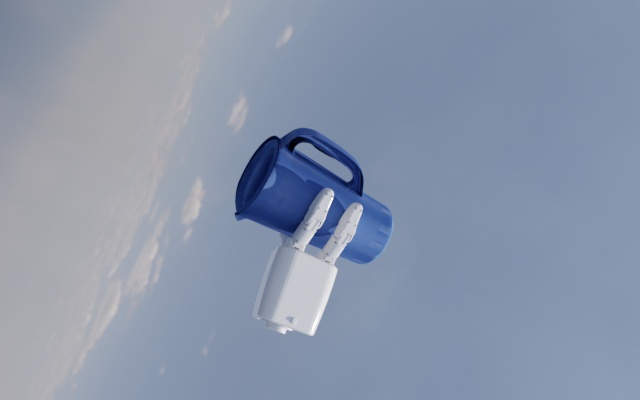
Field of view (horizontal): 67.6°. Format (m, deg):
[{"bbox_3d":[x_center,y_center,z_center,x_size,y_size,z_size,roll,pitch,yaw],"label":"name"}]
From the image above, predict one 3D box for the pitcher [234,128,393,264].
[{"bbox_3d":[0.000,0.003,0.751,0.243,0.145,0.149,27,-20,-25],"label":"pitcher"}]
